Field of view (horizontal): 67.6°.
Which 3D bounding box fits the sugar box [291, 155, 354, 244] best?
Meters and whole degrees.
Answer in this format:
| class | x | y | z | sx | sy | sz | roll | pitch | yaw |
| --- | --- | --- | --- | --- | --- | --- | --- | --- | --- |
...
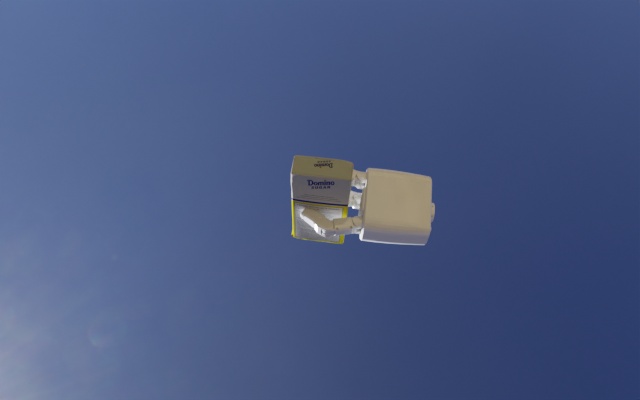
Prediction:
| class | x | y | z | sx | sy | sz | roll | pitch | yaw |
| --- | --- | --- | --- | --- | --- | --- | --- | --- | --- |
| sugar box | 0.000 | 0.002 | 0.779 | 0.093 | 0.048 | 0.176 | 7 | -39 | 2 |
